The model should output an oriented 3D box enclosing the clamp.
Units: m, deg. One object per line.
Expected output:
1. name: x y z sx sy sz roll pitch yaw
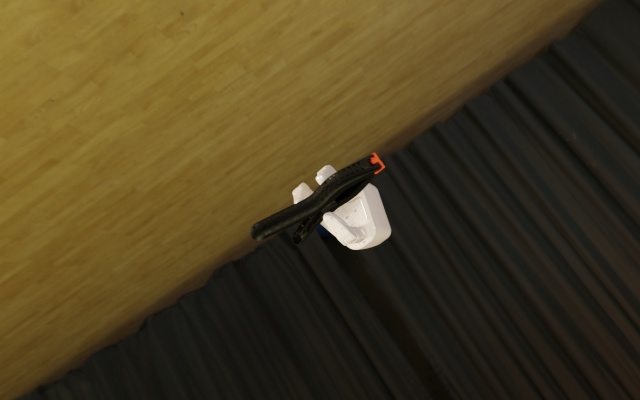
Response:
1. clamp: 0.001 0.003 0.706 0.210 0.036 0.164 -39 -17 18
